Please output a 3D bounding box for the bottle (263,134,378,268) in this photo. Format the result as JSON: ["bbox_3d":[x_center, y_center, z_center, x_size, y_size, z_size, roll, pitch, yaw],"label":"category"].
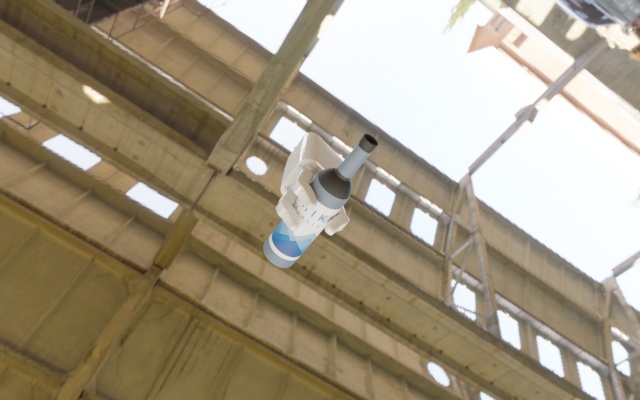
[{"bbox_3d":[0.000,0.003,0.815,0.069,0.069,0.296,0,-41,-45],"label":"bottle"}]
